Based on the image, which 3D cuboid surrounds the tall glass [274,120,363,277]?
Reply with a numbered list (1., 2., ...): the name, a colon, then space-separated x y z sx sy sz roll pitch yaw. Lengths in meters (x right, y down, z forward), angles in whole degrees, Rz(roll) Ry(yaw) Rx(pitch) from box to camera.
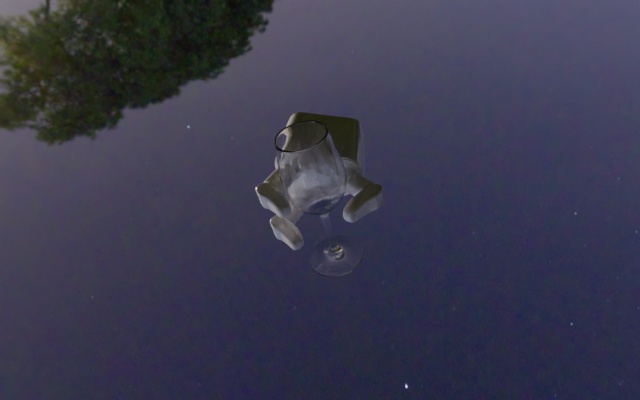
1. tall glass: 0.000 0.003 0.590 0.079 0.201 0.079 -10 40 8
